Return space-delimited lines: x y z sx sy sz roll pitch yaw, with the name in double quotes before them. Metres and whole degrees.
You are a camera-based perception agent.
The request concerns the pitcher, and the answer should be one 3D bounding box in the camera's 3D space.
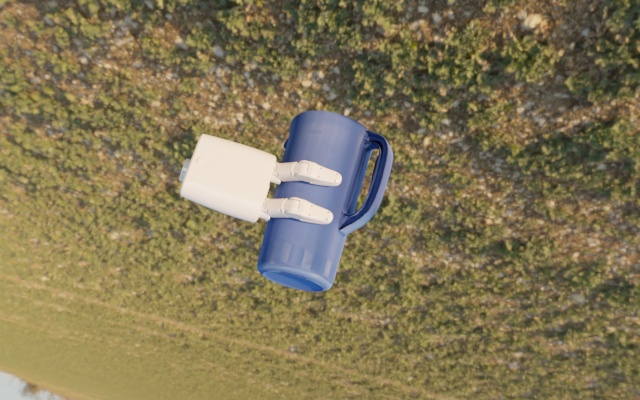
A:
"pitcher" 0.000 0.002 0.689 0.145 0.242 0.149 19 -22 -12
